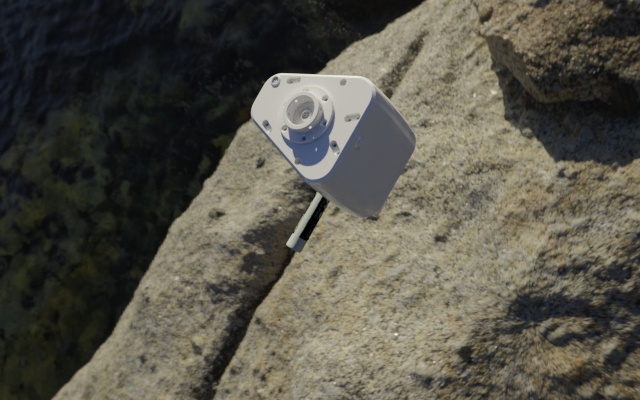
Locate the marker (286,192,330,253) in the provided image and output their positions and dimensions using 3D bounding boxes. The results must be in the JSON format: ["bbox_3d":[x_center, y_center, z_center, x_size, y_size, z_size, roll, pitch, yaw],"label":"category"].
[{"bbox_3d":[0.000,0.002,0.530,0.020,0.121,0.020,30,0,0],"label":"marker"}]
